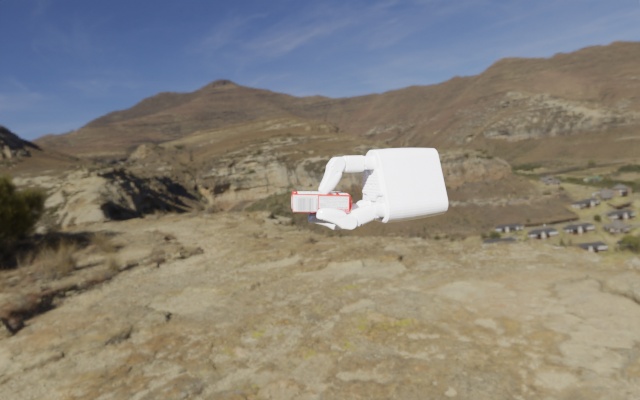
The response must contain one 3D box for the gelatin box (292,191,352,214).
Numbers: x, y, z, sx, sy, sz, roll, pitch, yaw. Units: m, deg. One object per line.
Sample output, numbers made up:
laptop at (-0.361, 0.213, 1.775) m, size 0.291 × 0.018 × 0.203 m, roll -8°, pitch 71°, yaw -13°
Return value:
gelatin box at (0.000, 0.002, 0.737) m, size 0.089 × 0.030 × 0.073 m, roll 1°, pitch 5°, yaw -4°
